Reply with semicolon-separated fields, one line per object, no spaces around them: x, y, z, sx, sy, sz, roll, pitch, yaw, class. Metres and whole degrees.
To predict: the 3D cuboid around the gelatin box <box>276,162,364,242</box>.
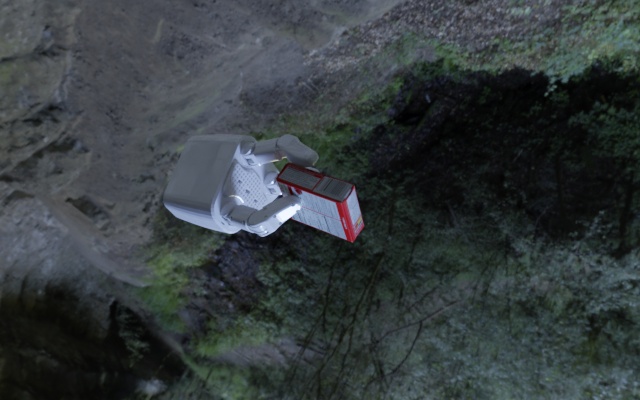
0.000;0.002;0.529;0.089;0.030;0.073;20;-31;29;gelatin box
